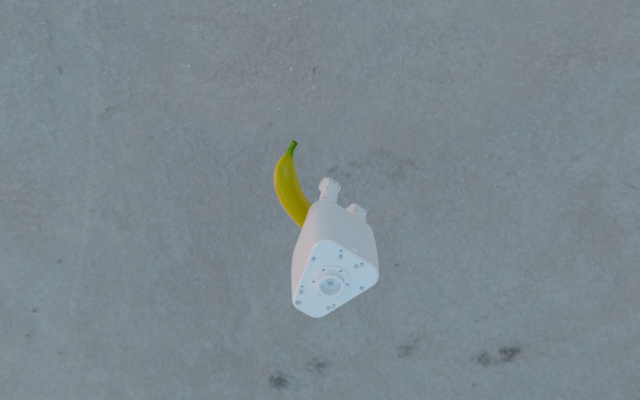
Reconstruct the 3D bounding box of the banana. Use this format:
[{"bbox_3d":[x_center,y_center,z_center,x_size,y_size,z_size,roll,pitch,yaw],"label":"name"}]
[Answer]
[{"bbox_3d":[-0.018,0.009,0.734,0.069,0.198,0.037,-29,20,8],"label":"banana"}]
